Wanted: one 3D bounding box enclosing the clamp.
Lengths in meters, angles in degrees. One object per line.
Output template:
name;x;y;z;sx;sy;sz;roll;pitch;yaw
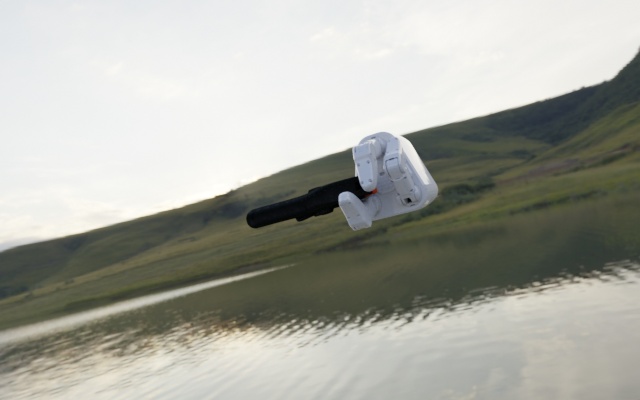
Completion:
clamp;0.000;0.001;0.630;0.171;0.039;0.120;-16;0;23
